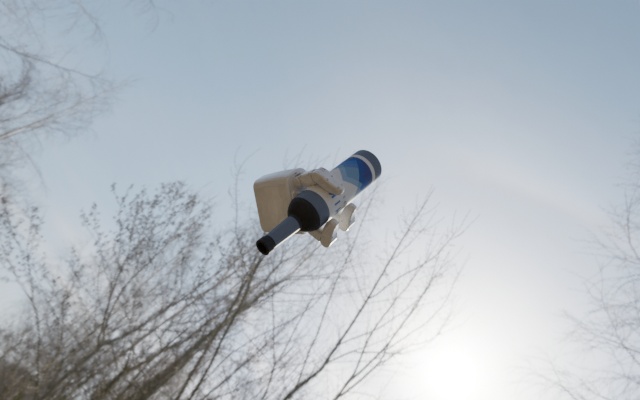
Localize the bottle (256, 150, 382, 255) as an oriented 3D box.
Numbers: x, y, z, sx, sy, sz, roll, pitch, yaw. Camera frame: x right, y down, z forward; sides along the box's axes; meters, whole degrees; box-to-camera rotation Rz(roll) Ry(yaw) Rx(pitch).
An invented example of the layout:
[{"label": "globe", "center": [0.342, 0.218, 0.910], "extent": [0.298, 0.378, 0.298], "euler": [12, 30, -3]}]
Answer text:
[{"label": "bottle", "center": [0.000, 0.003, 0.821], "extent": [0.069, 0.069, 0.295], "euler": [0, 28, 44]}]
